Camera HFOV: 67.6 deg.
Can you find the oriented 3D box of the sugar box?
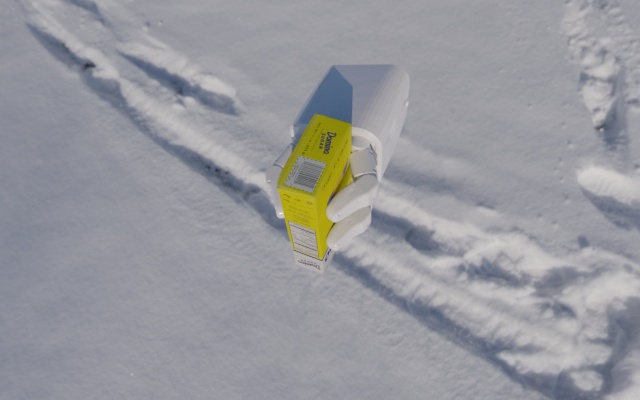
[{"bbox_3d":[0.001,0.002,0.513,0.048,0.093,0.176,18,-27,17],"label":"sugar box"}]
